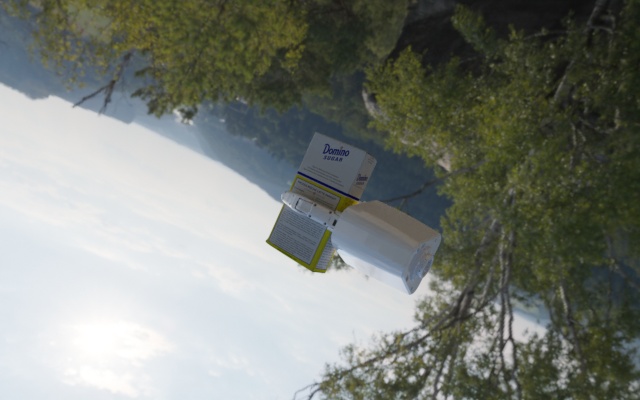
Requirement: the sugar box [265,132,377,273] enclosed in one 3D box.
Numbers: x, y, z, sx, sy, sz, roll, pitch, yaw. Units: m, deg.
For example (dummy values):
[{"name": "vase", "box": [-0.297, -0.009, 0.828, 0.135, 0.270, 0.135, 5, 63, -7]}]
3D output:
[{"name": "sugar box", "box": [0.000, 0.002, 0.668, 0.093, 0.176, 0.048, 27, 1, 31]}]
